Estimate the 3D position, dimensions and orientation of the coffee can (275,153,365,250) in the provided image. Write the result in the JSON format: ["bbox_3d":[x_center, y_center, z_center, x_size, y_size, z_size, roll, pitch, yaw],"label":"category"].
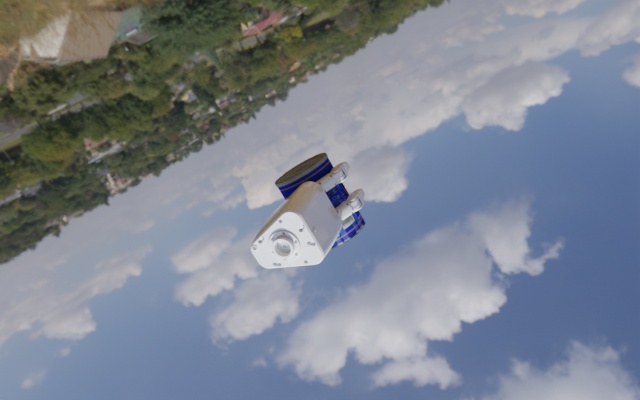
[{"bbox_3d":[0.000,0.003,0.830,0.103,0.140,0.102,-29,13,7],"label":"coffee can"}]
